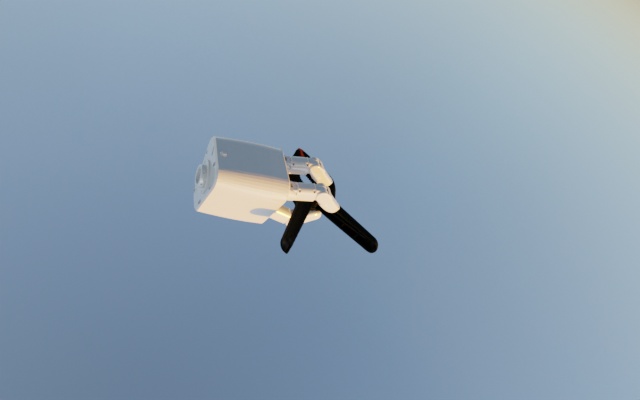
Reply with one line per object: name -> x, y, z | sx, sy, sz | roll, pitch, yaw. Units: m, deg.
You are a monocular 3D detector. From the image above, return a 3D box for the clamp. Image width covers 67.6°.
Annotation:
clamp -> -0.001, 0.003, 0.759 | 0.164, 0.209, 0.036 | 10, -45, -27
